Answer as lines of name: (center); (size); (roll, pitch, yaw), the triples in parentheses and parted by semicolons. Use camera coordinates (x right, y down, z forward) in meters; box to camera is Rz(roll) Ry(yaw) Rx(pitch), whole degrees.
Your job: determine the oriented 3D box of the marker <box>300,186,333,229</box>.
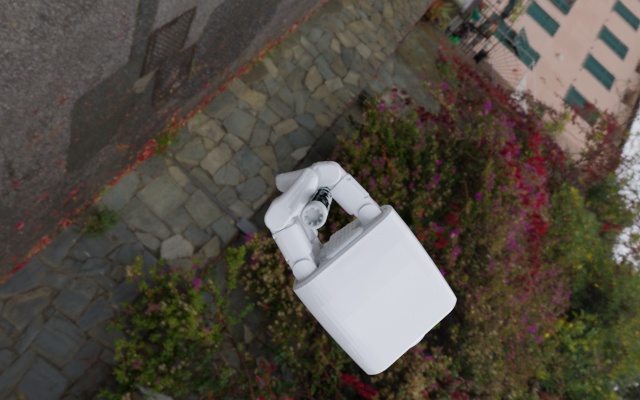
marker: (0.000, 0.001, 0.402); (0.020, 0.020, 0.121); (0, 10, 5)
